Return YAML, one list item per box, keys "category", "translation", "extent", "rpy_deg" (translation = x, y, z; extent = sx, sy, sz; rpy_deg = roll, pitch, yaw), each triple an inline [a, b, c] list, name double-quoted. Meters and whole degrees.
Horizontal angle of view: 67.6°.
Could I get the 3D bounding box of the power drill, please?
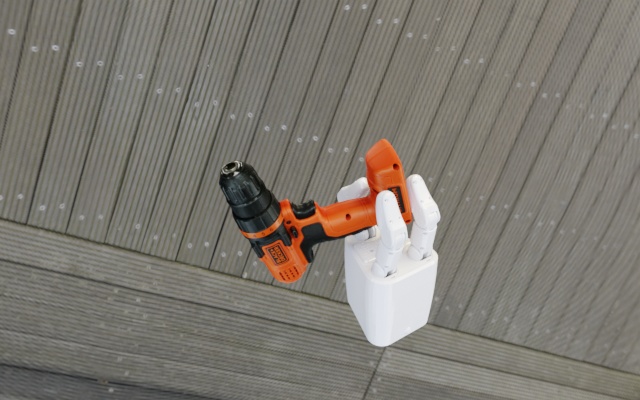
- category: "power drill"
  translation: [0.001, 0.002, 0.531]
  extent: [0.187, 0.057, 0.185]
  rpy_deg: [-21, -45, 2]
